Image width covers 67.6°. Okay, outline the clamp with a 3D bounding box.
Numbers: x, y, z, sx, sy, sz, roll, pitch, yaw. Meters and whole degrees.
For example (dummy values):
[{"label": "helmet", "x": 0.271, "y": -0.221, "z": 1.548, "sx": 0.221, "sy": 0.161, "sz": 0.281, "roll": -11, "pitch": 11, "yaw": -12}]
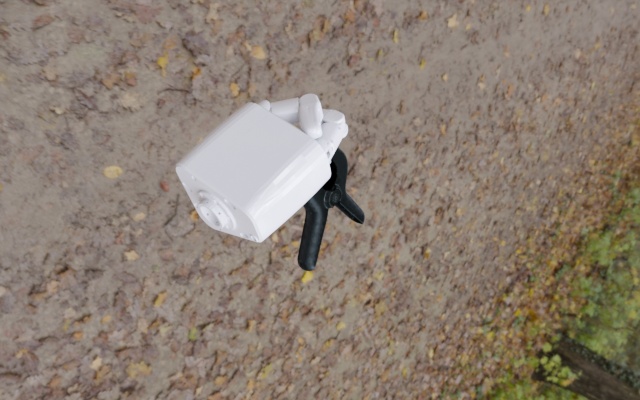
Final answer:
[{"label": "clamp", "x": 0.001, "y": 0.002, "z": 0.570, "sx": 0.039, "sy": 0.172, "sz": 0.120, "roll": 14, "pitch": 51, "yaw": 35}]
